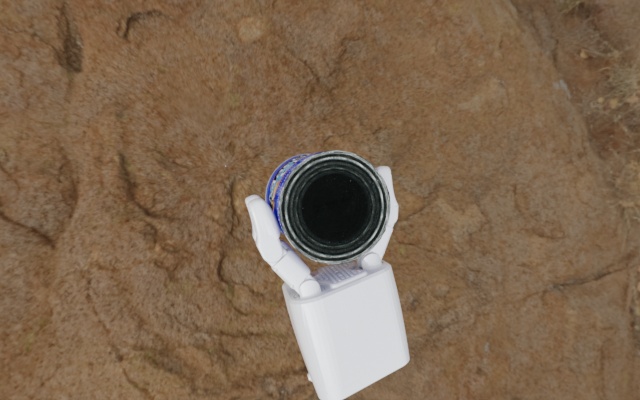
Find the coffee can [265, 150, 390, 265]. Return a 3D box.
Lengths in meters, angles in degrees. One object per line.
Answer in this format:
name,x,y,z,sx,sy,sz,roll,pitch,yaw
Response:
coffee can,0.000,0.001,0.491,0.103,0.103,0.140,0,4,-11
